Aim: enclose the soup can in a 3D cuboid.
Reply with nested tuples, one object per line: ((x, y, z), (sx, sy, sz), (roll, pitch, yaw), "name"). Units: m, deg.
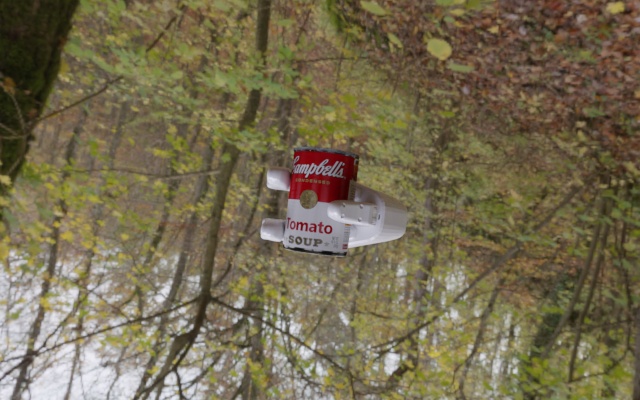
((0.000, 0.002, 0.485), (0.068, 0.102, 0.068), (7, -2, 0), "soup can")
